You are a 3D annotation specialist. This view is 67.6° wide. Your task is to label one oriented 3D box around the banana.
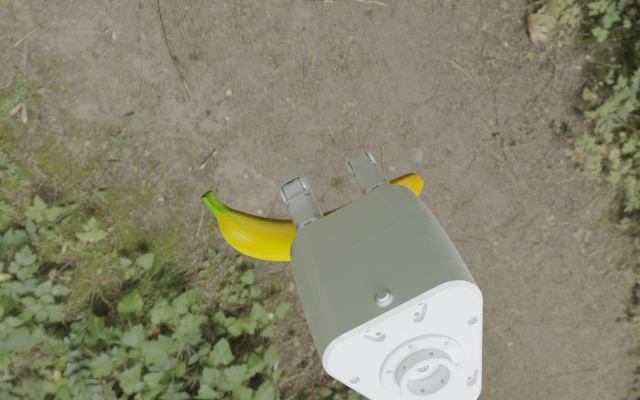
[{"bbox_3d":[-0.003,0.019,0.428,0.198,0.070,0.037,-6,26,-7],"label":"banana"}]
